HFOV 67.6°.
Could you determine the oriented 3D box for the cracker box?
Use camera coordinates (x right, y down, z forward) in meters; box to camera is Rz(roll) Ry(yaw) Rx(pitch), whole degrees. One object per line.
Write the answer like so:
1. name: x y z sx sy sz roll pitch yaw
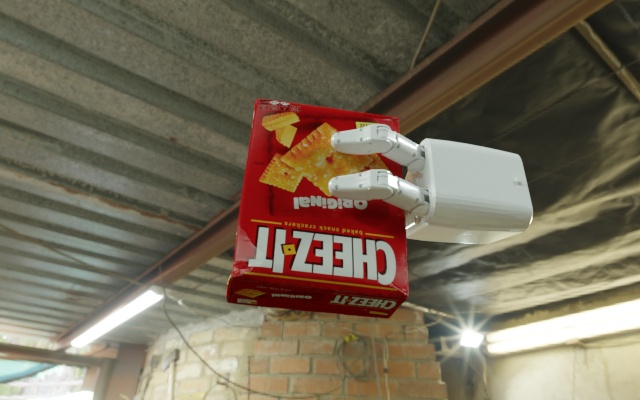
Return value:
1. cracker box: 0.000 0.002 0.494 0.164 0.213 0.072 7 -32 -7
